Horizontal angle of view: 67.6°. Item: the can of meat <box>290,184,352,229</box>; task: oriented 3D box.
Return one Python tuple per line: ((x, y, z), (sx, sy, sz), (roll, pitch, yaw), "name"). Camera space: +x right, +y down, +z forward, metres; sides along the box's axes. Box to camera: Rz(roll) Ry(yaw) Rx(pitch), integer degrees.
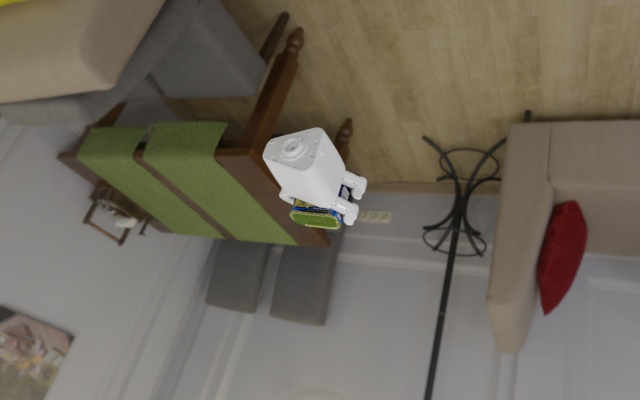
((0.000, 0.003, 0.899), (0.102, 0.084, 0.057), (5, -29, 24), "can of meat")
